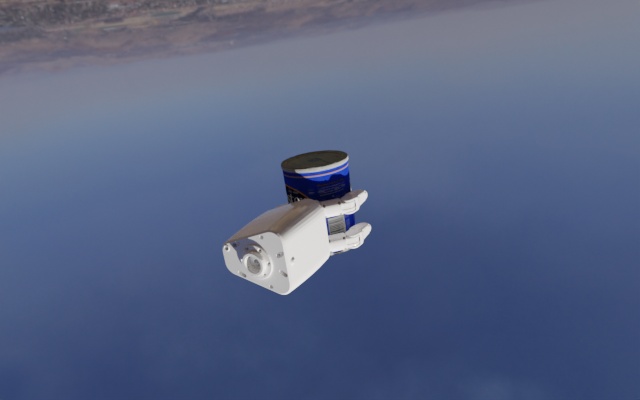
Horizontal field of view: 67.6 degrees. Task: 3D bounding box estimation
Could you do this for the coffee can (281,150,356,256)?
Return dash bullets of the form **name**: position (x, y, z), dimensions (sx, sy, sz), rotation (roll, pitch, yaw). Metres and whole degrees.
- **coffee can**: position (0.000, 0.002, 0.743), dimensions (0.103, 0.140, 0.102), rotation (-8, 19, 3)
